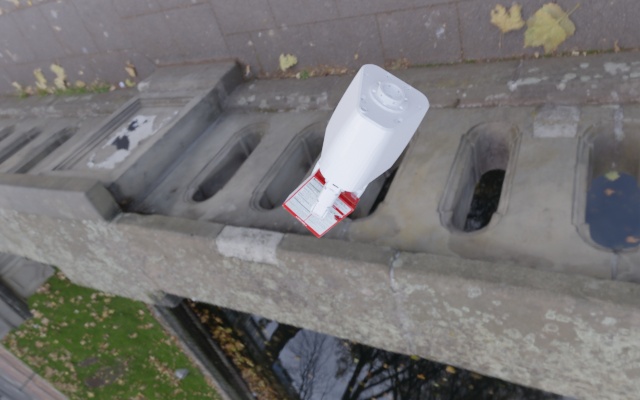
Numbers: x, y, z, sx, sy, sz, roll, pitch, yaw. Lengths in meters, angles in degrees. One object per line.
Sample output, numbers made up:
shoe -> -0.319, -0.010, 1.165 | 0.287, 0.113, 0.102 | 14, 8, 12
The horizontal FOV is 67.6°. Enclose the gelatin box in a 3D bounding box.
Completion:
gelatin box -> 0.000, 0.003, 0.675 | 0.089, 0.073, 0.030 | -42, 10, 41
